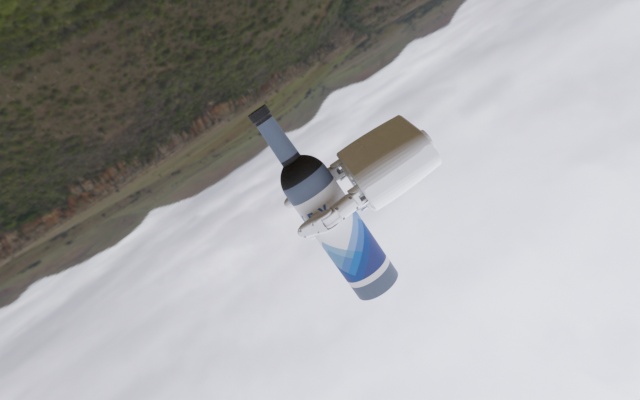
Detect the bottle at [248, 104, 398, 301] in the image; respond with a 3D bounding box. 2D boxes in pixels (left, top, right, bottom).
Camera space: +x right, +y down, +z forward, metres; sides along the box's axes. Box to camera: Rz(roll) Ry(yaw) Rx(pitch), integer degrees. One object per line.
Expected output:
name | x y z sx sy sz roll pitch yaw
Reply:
bottle | 0.000 0.002 0.643 0.069 0.296 0.069 -33 14 9
